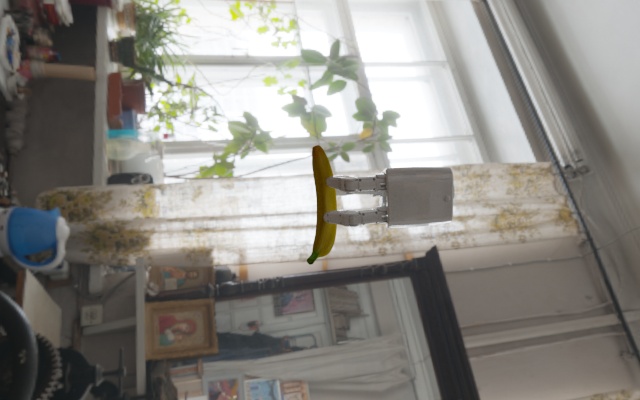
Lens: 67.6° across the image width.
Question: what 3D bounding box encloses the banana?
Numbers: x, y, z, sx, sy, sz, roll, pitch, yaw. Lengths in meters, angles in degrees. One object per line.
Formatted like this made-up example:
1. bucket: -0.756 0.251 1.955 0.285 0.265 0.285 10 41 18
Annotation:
1. banana: 0.006 0.009 0.804 0.037 0.197 0.069 -2 -9 17
